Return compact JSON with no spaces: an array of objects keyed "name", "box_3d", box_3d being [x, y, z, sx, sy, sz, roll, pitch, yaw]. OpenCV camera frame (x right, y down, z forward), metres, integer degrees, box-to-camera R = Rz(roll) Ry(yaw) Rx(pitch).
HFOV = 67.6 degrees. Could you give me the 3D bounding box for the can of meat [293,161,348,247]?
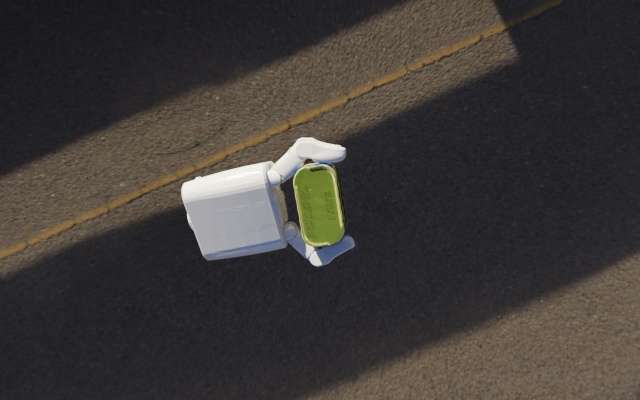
[{"name":"can of meat","box_3d":[0.000,0.002,0.594,0.057,0.102,0.084,-9,7,4]}]
